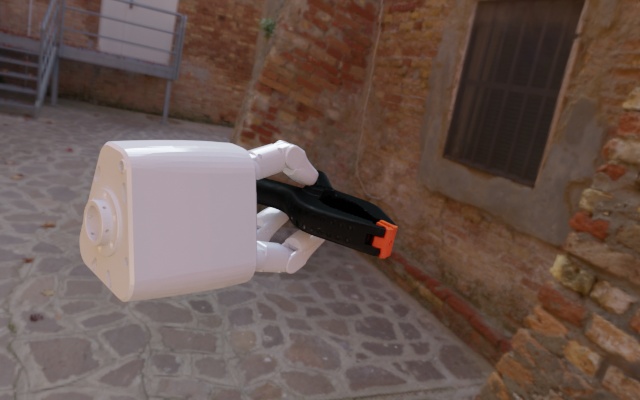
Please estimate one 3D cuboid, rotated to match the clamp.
[{"bbox_3d":[0.000,0.001,0.479,0.210,0.036,0.164,24,19,40],"label":"clamp"}]
